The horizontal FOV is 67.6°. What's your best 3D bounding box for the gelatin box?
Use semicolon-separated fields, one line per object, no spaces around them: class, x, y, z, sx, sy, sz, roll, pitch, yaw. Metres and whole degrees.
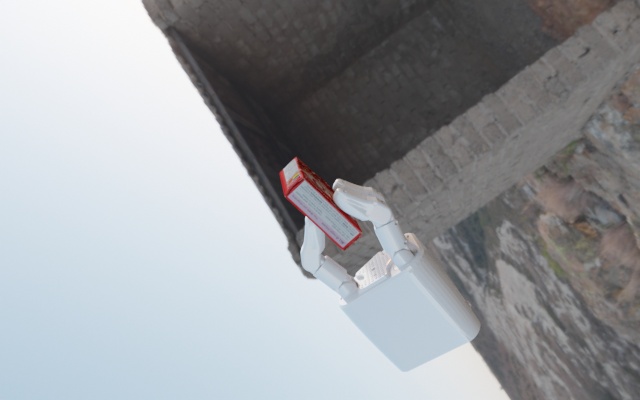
gelatin box;0.000;0.002;0.495;0.089;0.030;0.073;43;10;-20
